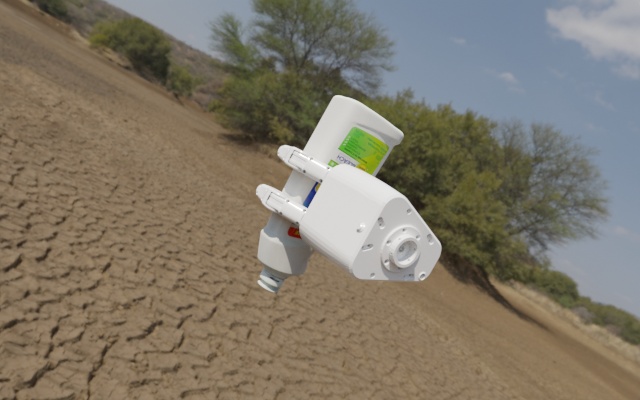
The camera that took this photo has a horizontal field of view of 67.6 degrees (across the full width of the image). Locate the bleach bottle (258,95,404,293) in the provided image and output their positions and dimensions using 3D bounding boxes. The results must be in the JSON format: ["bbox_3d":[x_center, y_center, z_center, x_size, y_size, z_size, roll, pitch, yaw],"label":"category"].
[{"bbox_3d":[0.000,0.002,0.598,0.102,0.251,0.068,27,4,-35],"label":"bleach bottle"}]
